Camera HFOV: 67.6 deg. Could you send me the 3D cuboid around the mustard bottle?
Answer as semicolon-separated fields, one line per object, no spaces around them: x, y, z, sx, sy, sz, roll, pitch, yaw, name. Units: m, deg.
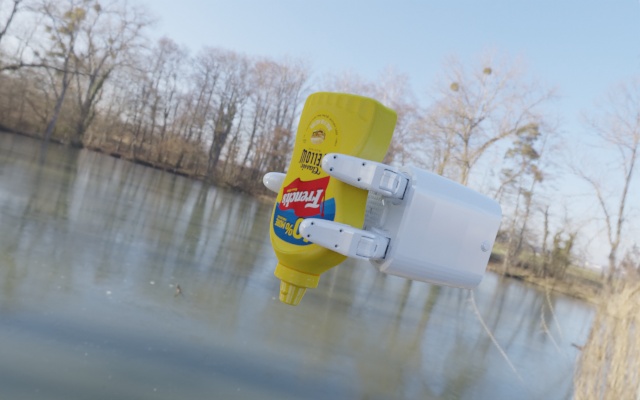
0.000;0.001;0.432;0.058;0.191;0.096;16;2;-45;mustard bottle
